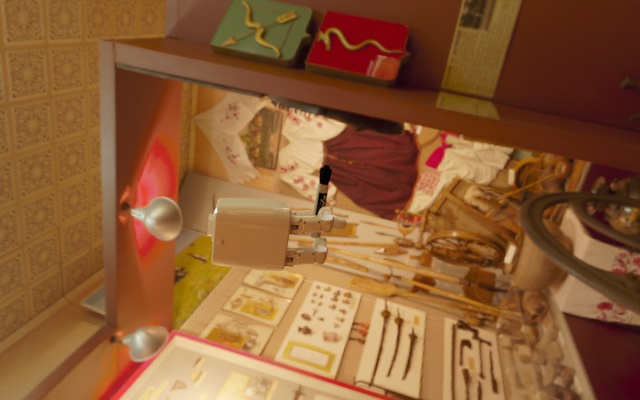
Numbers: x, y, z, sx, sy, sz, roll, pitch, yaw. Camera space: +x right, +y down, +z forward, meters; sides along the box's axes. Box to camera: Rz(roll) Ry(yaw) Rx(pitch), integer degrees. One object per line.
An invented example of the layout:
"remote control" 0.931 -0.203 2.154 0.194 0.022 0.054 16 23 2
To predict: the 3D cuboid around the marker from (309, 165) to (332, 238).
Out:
"marker" 0.000 0.002 0.745 0.020 0.121 0.020 8 24 -4
